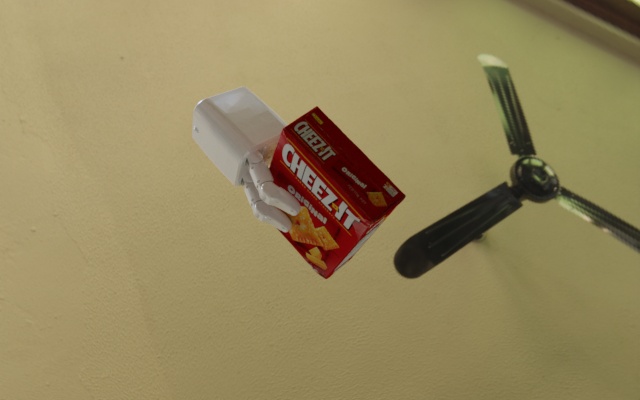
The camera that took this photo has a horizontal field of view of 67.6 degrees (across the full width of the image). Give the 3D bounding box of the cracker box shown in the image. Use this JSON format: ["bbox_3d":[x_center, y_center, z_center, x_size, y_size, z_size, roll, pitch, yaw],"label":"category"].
[{"bbox_3d":[0.000,0.002,0.666,0.072,0.164,0.214,-38,-12,-29],"label":"cracker box"}]
